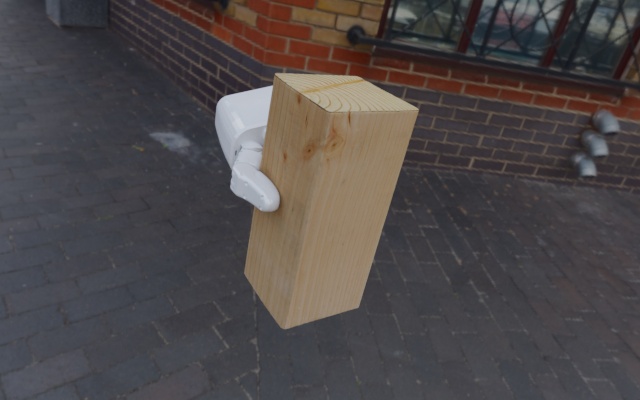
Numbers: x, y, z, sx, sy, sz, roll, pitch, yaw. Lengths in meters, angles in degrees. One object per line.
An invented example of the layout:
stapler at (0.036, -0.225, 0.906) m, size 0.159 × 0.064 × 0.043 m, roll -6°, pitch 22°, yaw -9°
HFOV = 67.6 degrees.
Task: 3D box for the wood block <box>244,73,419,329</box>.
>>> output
wood block at (0.000, 0.001, 0.431) m, size 0.091 × 0.206 × 0.090 m, roll -7°, pitch 34°, yaw -32°
